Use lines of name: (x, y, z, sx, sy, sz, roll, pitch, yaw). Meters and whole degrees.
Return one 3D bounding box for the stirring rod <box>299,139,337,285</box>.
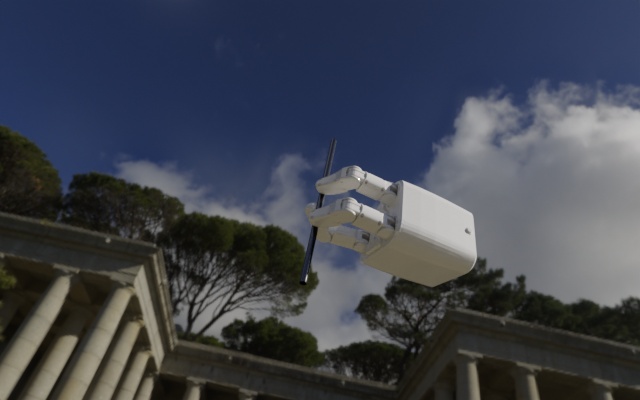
stirring rod: (0.000, 0.002, 0.586, 0.011, 0.239, 0.011, 6, -44, 6)
